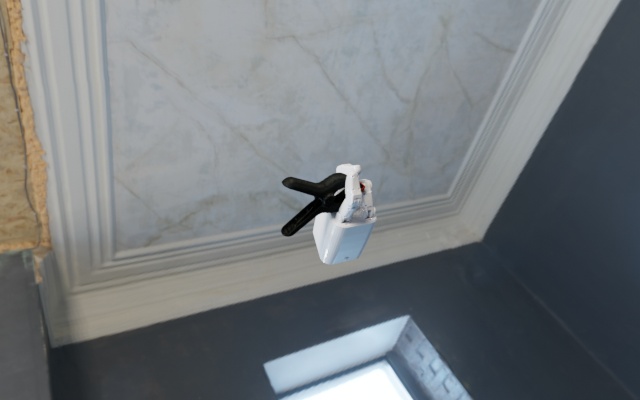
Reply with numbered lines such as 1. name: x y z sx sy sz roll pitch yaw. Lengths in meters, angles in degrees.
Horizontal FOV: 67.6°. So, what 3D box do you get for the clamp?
1. clamp: 0.000 0.002 0.849 0.171 0.120 0.039 -8 43 -31
